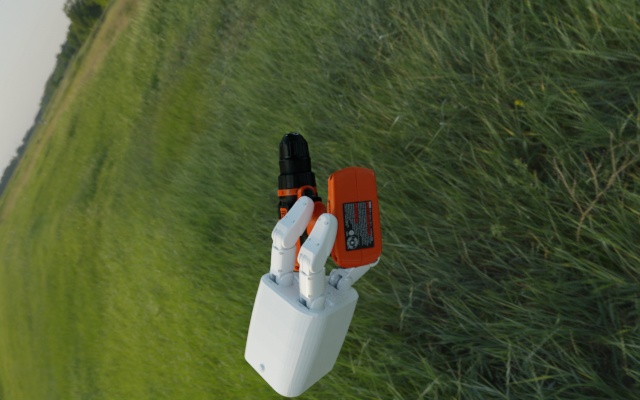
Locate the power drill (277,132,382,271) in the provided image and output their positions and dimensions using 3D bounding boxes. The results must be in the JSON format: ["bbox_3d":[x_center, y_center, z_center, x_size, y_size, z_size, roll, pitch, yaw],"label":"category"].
[{"bbox_3d":[0.000,0.002,0.575,0.057,0.184,0.187,-8,4,-23],"label":"power drill"}]
